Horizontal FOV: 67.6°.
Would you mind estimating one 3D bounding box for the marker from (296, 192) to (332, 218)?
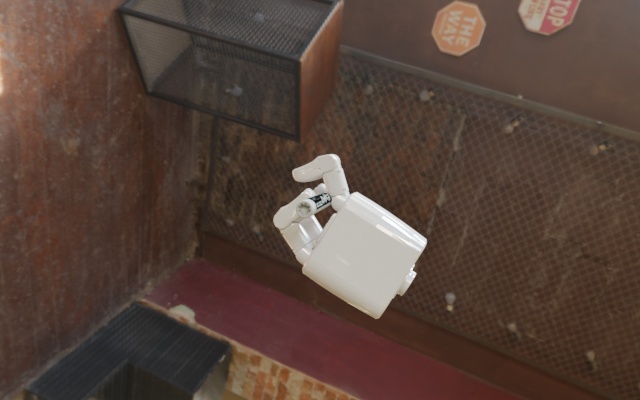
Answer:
[{"bbox_3d":[0.000,0.002,0.556,0.020,0.020,0.121,0,7,17],"label":"marker"}]
